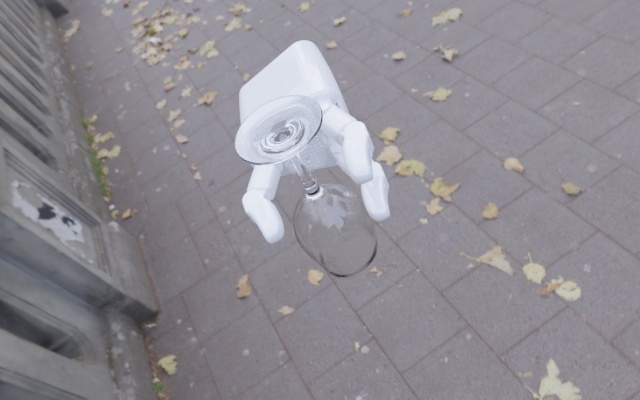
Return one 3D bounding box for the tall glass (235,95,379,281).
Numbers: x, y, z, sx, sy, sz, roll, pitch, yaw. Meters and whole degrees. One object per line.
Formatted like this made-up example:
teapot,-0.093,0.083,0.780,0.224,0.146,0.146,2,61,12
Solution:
tall glass,0.000,0.001,0.444,0.079,0.079,0.201,0,-36,25
